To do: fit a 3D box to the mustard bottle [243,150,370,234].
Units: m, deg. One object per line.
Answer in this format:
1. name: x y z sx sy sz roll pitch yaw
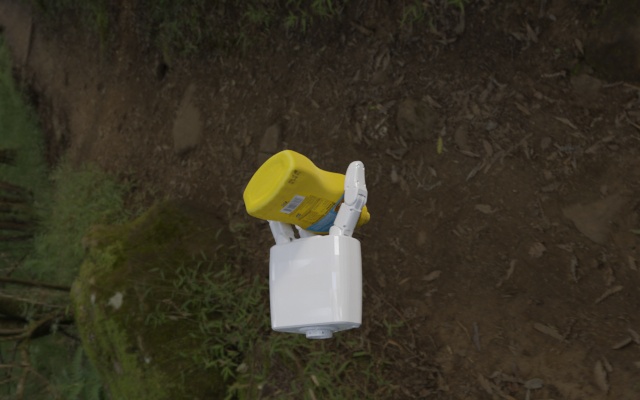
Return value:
1. mustard bottle: 0.000 0.002 0.636 0.192 0.058 0.096 20 -55 -42
